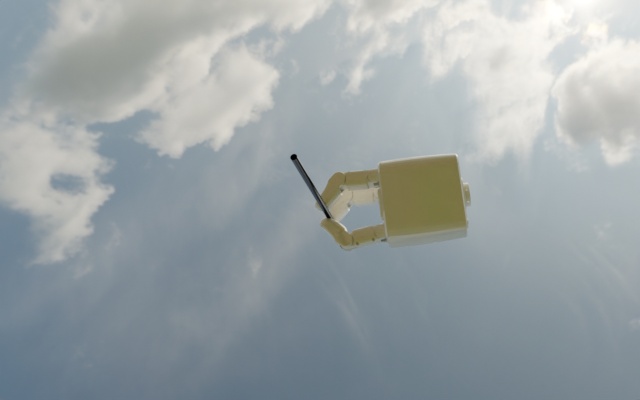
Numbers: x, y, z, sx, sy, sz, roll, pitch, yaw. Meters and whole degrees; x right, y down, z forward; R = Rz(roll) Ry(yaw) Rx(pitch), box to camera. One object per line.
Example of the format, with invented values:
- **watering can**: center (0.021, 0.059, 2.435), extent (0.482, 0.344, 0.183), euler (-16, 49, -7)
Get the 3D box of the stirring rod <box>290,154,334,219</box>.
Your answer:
- **stirring rod**: center (0.000, 0.002, 0.625), extent (0.011, 0.011, 0.240), euler (0, -24, 15)
